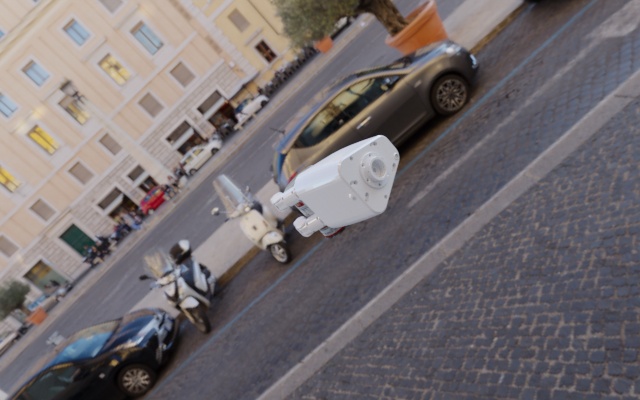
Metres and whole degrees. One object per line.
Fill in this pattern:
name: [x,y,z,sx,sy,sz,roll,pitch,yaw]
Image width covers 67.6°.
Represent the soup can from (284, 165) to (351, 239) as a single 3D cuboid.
soup can: [0.000,0.002,0.758,0.102,0.068,0.068,46,-17,-17]
